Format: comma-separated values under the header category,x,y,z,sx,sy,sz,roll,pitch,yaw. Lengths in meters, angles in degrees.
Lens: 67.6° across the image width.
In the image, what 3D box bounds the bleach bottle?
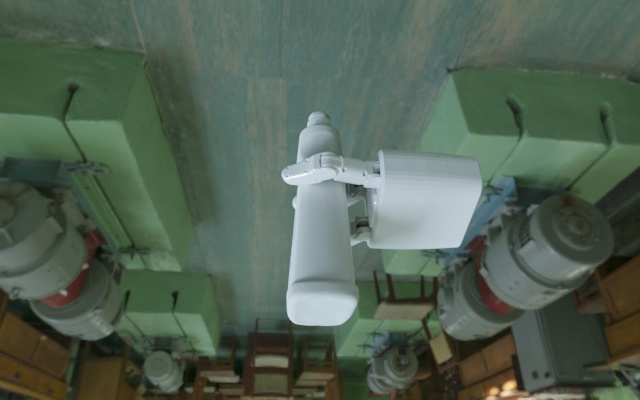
category,x,y,z,sx,sy,sz,roll,pitch,yaw
bleach bottle,0.000,0.002,0.527,0.068,0.250,0.103,2,-30,-4
